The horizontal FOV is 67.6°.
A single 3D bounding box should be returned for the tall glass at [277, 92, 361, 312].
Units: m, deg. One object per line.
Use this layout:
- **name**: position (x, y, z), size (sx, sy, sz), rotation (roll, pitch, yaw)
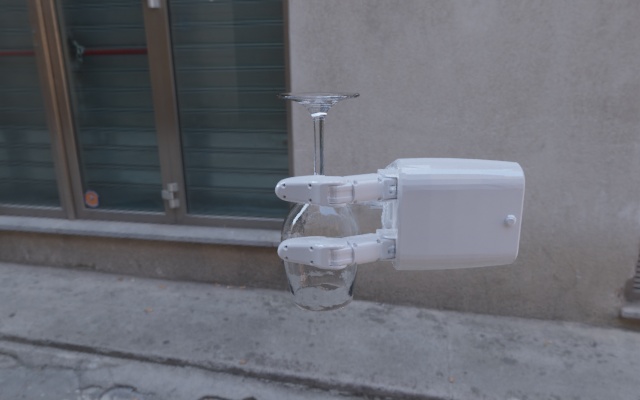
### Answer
- **tall glass**: position (0.000, 0.001, 0.451), size (0.079, 0.201, 0.079), rotation (-1, 16, 0)
